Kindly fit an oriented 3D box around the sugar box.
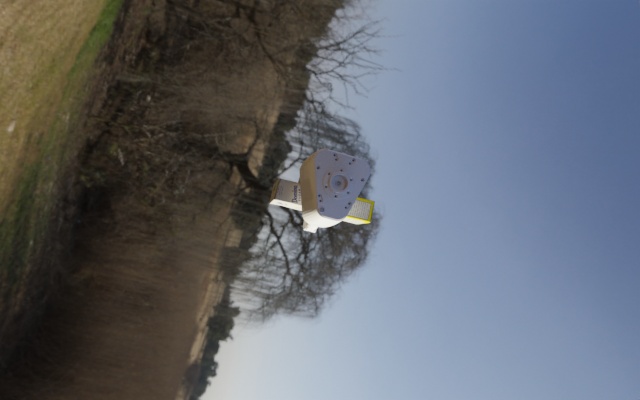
[{"bbox_3d":[0.000,0.002,0.871,0.176,0.048,0.093,16,-7,-10],"label":"sugar box"}]
